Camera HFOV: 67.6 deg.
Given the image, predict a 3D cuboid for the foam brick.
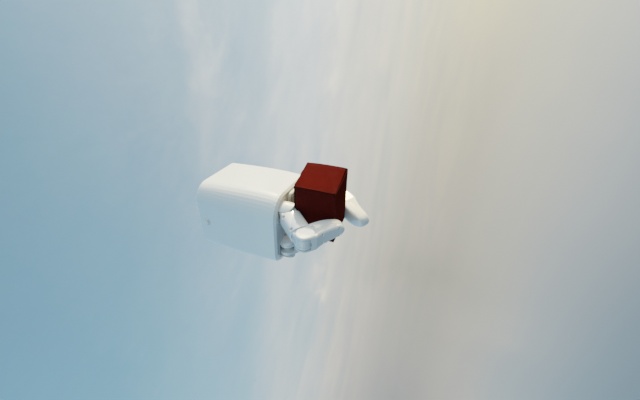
[{"bbox_3d":[0.000,0.002,0.572,0.051,0.078,0.053,13,41,13],"label":"foam brick"}]
